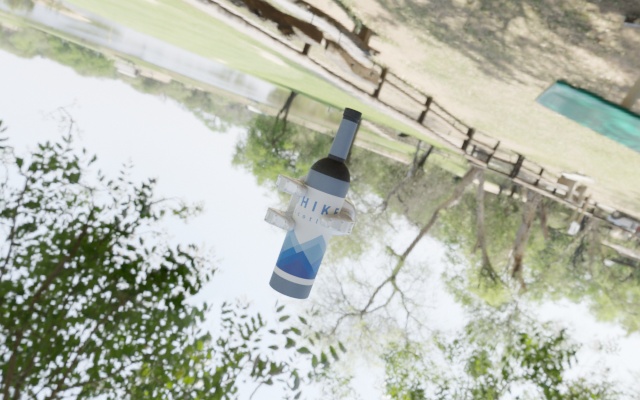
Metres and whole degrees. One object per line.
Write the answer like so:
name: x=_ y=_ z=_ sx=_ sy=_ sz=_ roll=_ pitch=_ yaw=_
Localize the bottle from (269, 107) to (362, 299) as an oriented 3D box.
bottle: x=0.000 y=0.003 z=0.730 sx=0.069 sy=0.296 sz=0.069 roll=20 pitch=6 yaw=-2
